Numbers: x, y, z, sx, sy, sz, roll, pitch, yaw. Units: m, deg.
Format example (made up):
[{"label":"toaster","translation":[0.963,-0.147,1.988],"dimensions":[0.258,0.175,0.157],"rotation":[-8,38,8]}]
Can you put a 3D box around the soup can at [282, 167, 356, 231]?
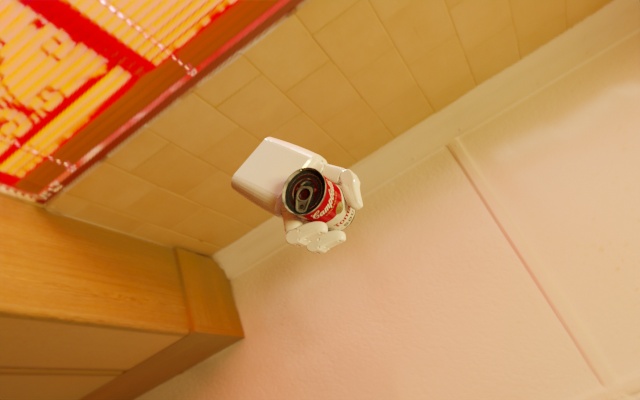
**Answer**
[{"label":"soup can","translation":[0.001,0.002,0.679],"dimensions":[0.068,0.068,0.102],"rotation":[0,-17,29]}]
